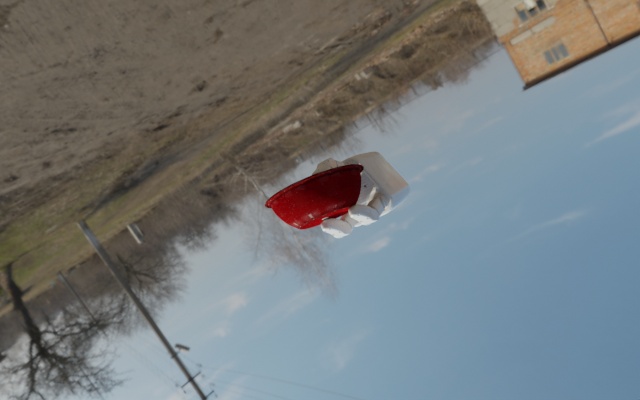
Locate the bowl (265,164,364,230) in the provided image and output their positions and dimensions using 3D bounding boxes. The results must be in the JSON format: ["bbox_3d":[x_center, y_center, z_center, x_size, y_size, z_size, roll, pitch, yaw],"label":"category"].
[{"bbox_3d":[-0.001,0.003,0.727,0.162,0.055,0.162,-21,-9,-4],"label":"bowl"}]
